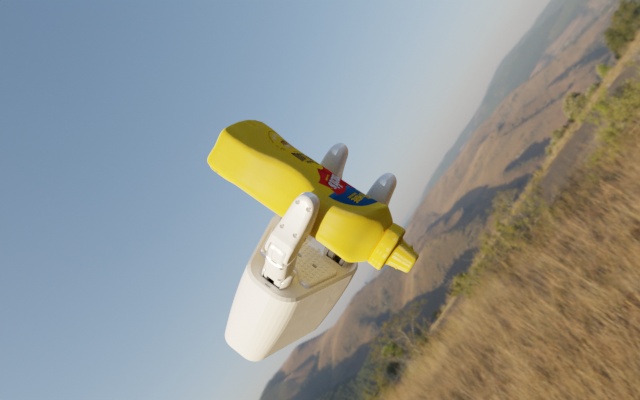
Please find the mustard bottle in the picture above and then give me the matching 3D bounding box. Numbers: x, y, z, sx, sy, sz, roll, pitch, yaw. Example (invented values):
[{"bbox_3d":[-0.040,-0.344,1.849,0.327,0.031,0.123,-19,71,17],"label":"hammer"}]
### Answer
[{"bbox_3d":[0.000,0.001,0.418,0.191,0.058,0.096,35,13,13],"label":"mustard bottle"}]
